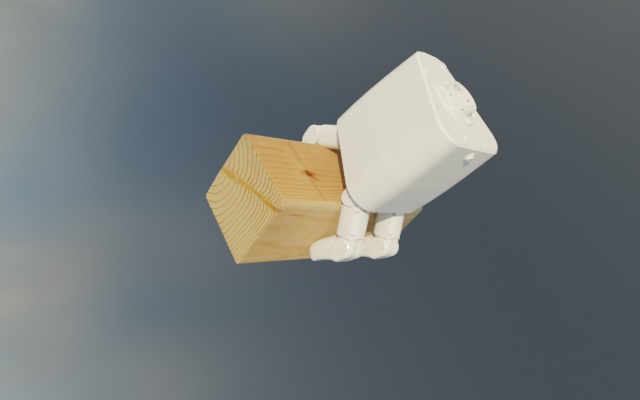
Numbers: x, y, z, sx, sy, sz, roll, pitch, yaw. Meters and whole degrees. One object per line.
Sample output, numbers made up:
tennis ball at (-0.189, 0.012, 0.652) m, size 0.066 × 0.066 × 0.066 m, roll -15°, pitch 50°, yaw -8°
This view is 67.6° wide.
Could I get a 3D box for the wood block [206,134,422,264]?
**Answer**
wood block at (0.000, 0.001, 0.510) m, size 0.206 × 0.090 × 0.090 m, roll 3°, pitch -44°, yaw -44°
